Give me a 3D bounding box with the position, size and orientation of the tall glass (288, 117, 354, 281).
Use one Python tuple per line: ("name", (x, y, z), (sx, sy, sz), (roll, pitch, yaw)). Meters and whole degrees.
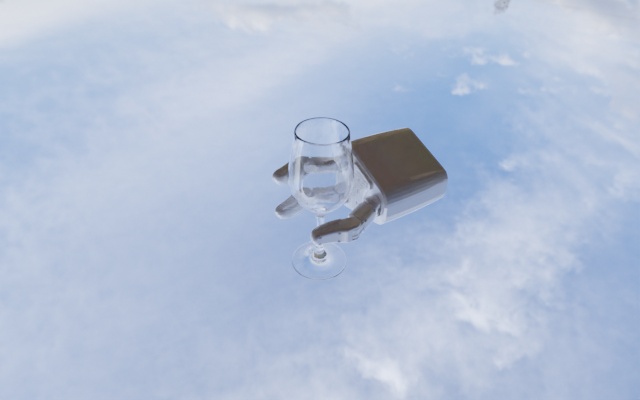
("tall glass", (0.000, 0.003, 0.583), (0.079, 0.201, 0.079), (1, 38, 0))
